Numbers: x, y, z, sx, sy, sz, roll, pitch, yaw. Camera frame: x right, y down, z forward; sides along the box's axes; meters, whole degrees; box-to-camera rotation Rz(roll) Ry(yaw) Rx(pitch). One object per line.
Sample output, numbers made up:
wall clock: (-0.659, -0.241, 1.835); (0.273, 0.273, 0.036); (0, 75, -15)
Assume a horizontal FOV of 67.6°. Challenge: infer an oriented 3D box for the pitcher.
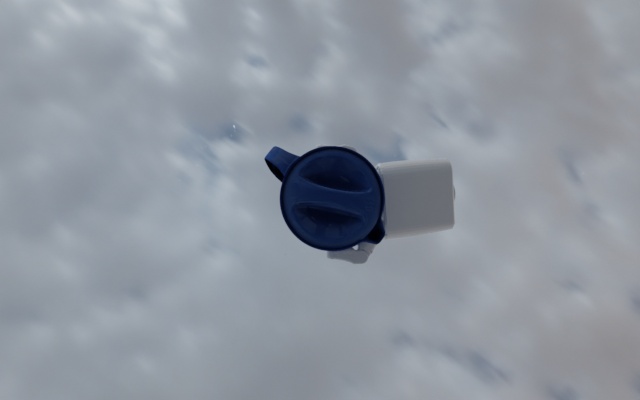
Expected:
pitcher: (0.000, 0.002, 0.710); (0.145, 0.149, 0.243); (-8, -6, -5)
